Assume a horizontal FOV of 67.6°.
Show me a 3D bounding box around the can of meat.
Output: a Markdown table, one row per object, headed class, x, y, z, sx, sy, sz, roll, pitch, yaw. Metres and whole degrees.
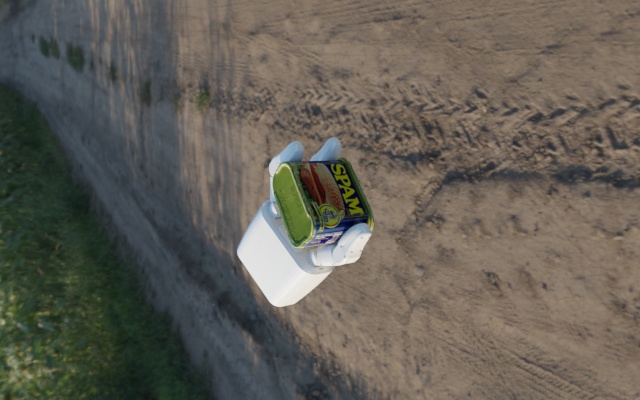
| class | x | y | z | sx | sy | sz | roll | pitch | yaw |
| --- | --- | --- | --- | --- | --- | --- | --- | --- | --- |
| can of meat | 0.000 | 0.002 | 0.545 | 0.084 | 0.102 | 0.057 | -5 | -28 | -35 |
